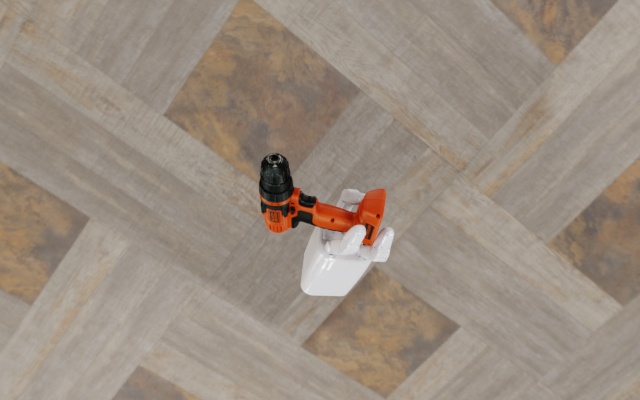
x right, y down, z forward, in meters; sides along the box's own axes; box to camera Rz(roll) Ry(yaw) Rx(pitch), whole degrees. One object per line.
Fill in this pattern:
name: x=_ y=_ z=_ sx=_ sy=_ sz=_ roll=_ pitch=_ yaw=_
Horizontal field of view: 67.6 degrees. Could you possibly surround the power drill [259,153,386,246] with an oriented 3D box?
power drill: x=0.001 y=0.003 z=0.720 sx=0.187 sy=0.057 sz=0.184 roll=11 pitch=-30 yaw=4
